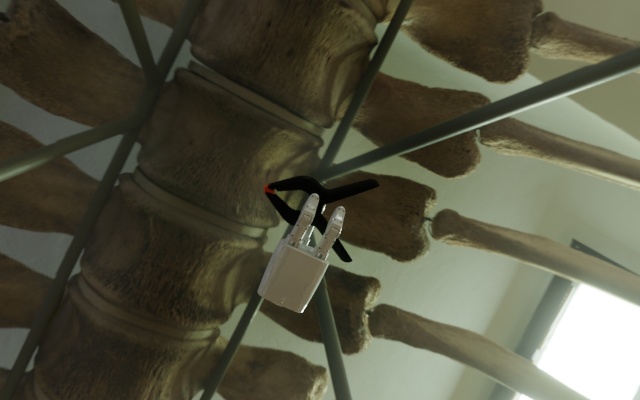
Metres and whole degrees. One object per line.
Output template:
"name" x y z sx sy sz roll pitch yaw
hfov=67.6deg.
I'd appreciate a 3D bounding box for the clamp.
"clamp" -0.001 0.003 0.883 0.210 0.164 0.036 26 0 -12
